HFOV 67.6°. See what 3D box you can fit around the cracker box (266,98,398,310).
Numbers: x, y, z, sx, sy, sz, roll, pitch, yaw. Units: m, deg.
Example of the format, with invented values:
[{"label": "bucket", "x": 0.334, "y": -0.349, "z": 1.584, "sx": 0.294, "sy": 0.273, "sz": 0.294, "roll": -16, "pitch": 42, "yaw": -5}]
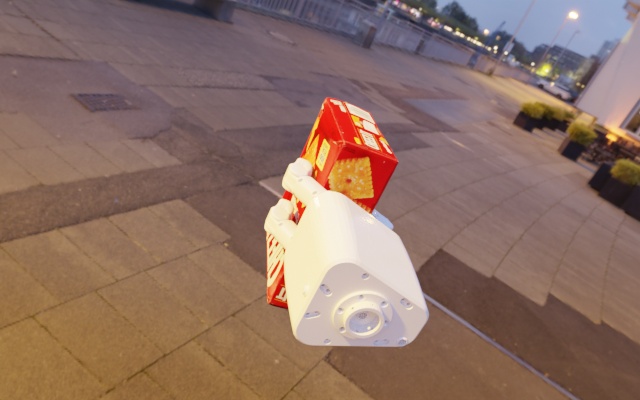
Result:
[{"label": "cracker box", "x": 0.000, "y": 0.002, "z": 0.572, "sx": 0.072, "sy": 0.214, "sz": 0.164, "roll": 19, "pitch": 25, "yaw": -15}]
